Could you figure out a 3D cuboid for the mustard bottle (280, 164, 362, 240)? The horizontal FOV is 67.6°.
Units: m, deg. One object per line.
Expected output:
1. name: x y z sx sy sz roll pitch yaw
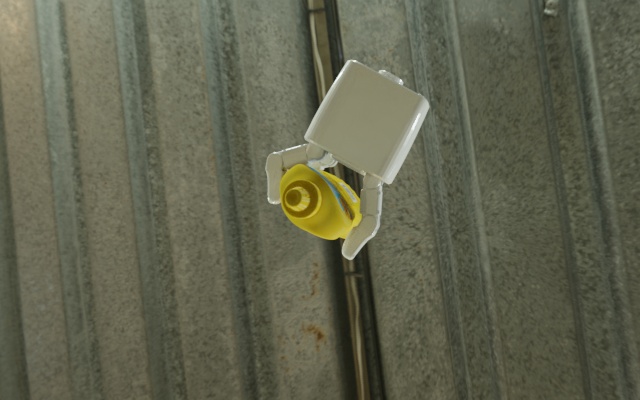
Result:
1. mustard bottle: 0.000 0.002 0.563 0.058 0.096 0.191 -38 -12 11
